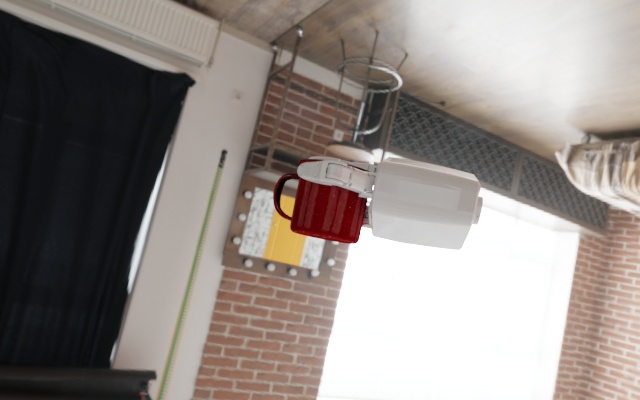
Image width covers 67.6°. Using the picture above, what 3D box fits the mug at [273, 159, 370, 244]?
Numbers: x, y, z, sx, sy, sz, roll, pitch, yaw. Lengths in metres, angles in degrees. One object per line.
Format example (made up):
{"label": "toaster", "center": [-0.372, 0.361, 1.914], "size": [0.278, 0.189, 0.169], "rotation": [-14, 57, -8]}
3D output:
{"label": "mug", "center": [-0.001, 0.002, 0.552], "size": [0.117, 0.081, 0.093], "rotation": [10, -7, 13]}
